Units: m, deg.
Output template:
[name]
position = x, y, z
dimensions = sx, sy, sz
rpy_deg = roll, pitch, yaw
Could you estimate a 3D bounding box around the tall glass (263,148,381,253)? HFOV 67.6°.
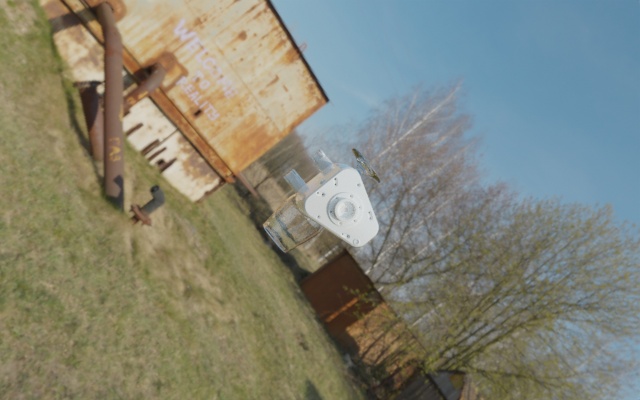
[tall glass]
position = 0.001, 0.002, 0.801
dimensions = 0.201, 0.079, 0.079
rpy_deg = -39, 1, -2
